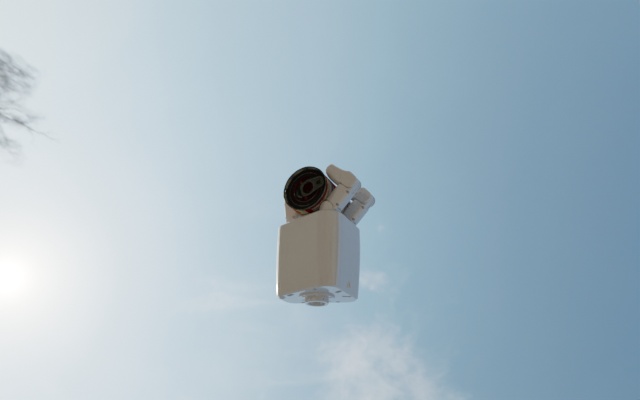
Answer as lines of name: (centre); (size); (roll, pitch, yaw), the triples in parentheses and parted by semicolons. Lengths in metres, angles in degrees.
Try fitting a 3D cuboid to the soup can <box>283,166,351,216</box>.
soup can: (0.000, 0.002, 0.707); (0.068, 0.068, 0.102); (0, -24, 29)
